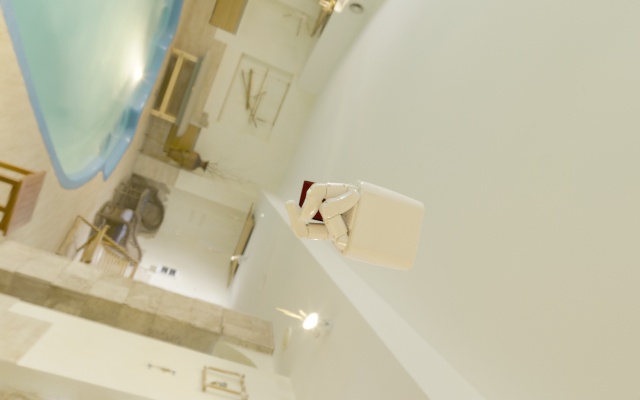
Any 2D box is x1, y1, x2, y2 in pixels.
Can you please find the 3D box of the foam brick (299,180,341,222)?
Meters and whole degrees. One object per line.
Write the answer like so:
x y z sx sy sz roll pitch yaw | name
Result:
0.000 0.002 0.746 0.051 0.053 0.078 12 6 -15 | foam brick
